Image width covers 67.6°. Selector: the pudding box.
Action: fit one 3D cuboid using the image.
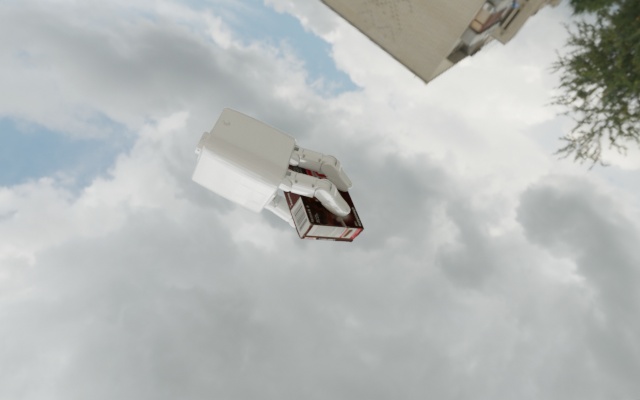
[{"bbox_3d":[0.000,0.002,0.667,0.090,0.113,0.039,6,-40,-33],"label":"pudding box"}]
